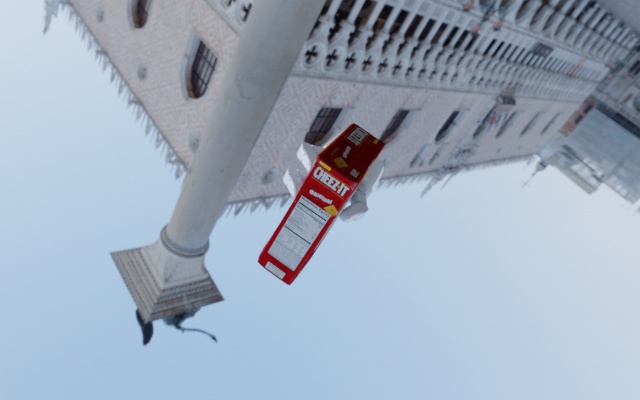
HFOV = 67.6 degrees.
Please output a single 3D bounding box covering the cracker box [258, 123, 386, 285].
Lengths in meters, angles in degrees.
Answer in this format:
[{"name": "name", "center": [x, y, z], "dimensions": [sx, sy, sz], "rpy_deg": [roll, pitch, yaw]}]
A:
[{"name": "cracker box", "center": [0.000, 0.003, 0.731], "dimensions": [0.072, 0.214, 0.164], "rpy_deg": [34, 32, 3]}]
